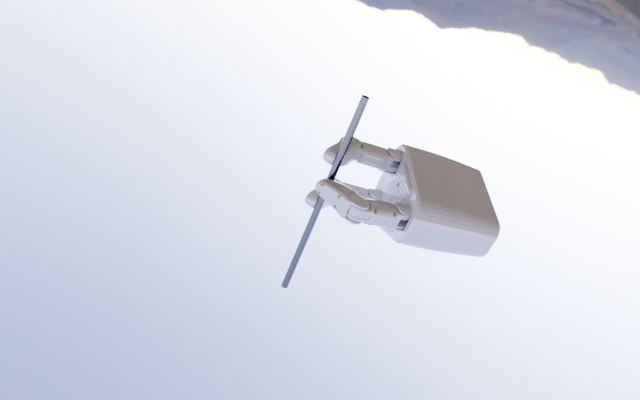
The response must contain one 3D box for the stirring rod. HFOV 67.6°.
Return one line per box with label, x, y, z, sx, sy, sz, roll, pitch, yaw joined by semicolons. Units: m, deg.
stirring rod;0.000;0.002;0.498;0.011;0.240;0.011;18;29;-10
